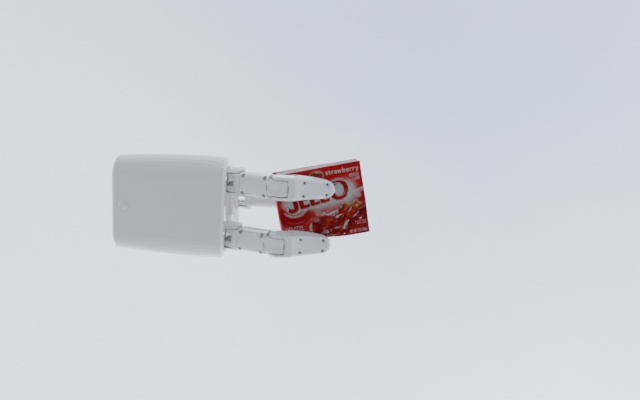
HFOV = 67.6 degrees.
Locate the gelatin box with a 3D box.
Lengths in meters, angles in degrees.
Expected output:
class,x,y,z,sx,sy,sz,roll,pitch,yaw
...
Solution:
class,x,y,z,sx,sy,sz,roll,pitch,yaw
gelatin box,0.000,0.001,0.481,0.089,0.073,0.030,-10,11,-4
